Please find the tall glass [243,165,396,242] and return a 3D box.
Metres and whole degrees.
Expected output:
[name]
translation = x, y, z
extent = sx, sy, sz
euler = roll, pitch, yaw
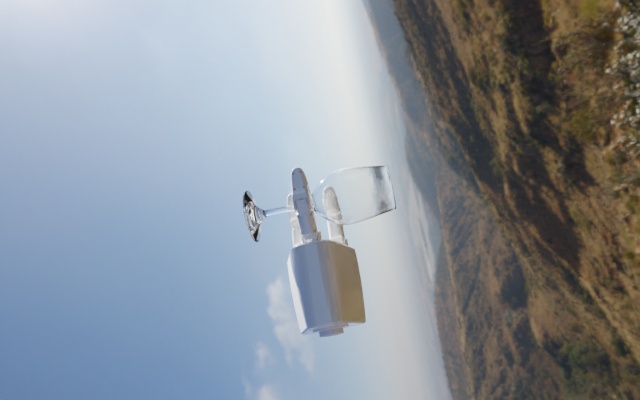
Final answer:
[tall glass]
translation = -0.001, 0.002, 0.660
extent = 0.201, 0.079, 0.079
euler = -12, -1, 6
